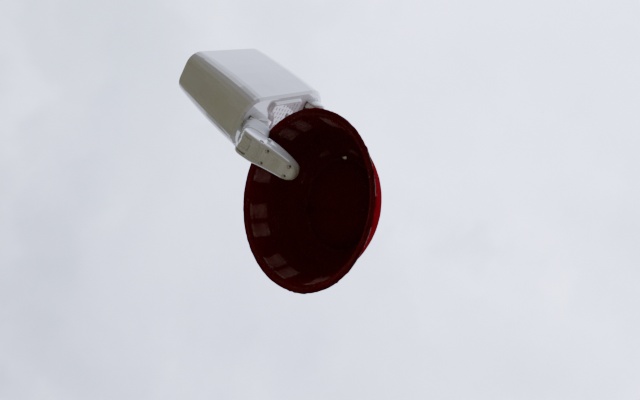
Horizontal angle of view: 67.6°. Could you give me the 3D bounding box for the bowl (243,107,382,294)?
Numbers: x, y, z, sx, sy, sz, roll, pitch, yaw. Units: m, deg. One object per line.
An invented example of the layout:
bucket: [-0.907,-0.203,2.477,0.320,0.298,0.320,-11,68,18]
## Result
bowl: [0.001,0.003,0.434,0.162,0.162,0.055,0,-5,43]
